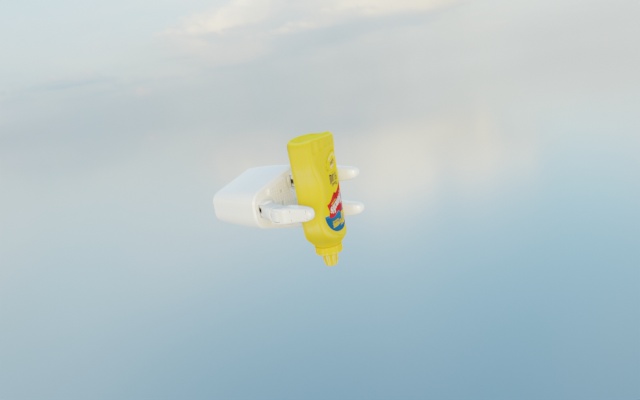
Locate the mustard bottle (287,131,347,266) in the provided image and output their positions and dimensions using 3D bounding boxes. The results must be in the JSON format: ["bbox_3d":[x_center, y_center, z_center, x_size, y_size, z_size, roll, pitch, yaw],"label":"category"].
[{"bbox_3d":[0.000,0.002,0.682,0.058,0.192,0.096,-5,14,19],"label":"mustard bottle"}]
